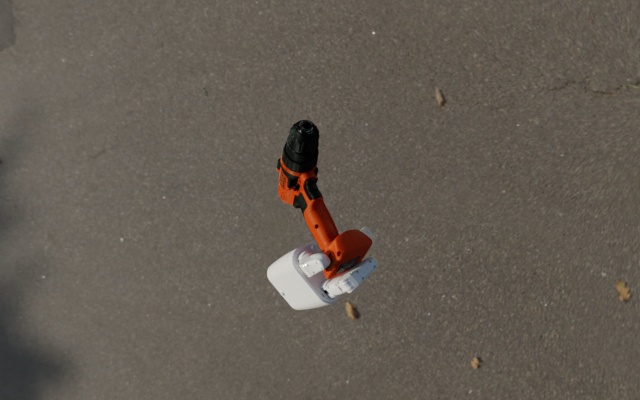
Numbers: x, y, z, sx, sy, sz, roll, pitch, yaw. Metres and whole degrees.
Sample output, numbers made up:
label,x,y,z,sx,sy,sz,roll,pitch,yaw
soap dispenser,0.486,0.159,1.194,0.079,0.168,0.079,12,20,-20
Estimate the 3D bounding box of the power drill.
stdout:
label,x,y,z,sx,sy,sz,roll,pitch,yaw
power drill,0.000,0.003,0.664,0.057,0.187,0.184,-21,-22,-18
